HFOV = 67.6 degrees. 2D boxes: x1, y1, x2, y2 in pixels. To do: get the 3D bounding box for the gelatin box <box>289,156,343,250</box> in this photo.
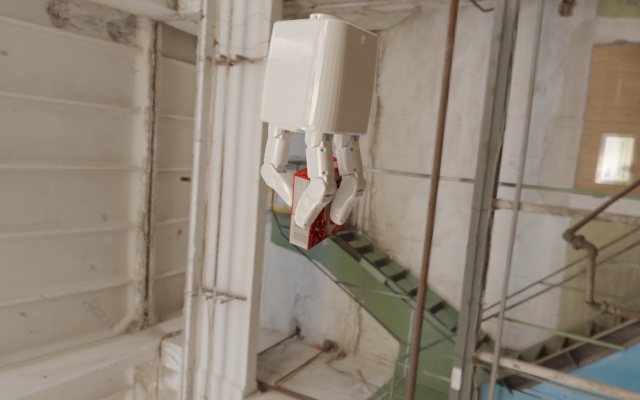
[{"bbox_3d":[0.000,0.002,0.540,0.030,0.089,0.073,21,29,29],"label":"gelatin box"}]
